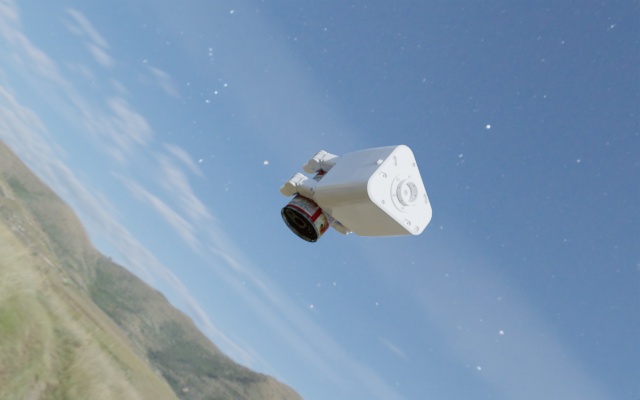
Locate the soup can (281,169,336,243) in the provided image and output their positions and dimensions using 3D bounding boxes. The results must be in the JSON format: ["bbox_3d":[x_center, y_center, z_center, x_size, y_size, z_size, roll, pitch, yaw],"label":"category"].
[{"bbox_3d":[0.000,0.002,0.699,0.068,0.068,0.102,0,40,52],"label":"soup can"}]
